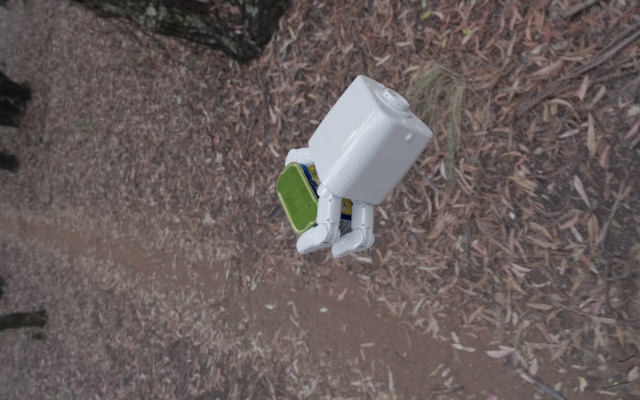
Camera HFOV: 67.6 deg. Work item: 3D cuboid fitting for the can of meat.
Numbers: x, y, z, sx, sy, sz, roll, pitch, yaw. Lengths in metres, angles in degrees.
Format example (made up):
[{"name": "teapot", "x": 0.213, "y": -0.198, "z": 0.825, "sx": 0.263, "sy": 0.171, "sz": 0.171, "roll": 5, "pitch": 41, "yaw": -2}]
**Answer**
[{"name": "can of meat", "x": 0.000, "y": 0.002, "z": 0.606, "sx": 0.084, "sy": 0.102, "sz": 0.057, "roll": 11, "pitch": -51, "yaw": -42}]
